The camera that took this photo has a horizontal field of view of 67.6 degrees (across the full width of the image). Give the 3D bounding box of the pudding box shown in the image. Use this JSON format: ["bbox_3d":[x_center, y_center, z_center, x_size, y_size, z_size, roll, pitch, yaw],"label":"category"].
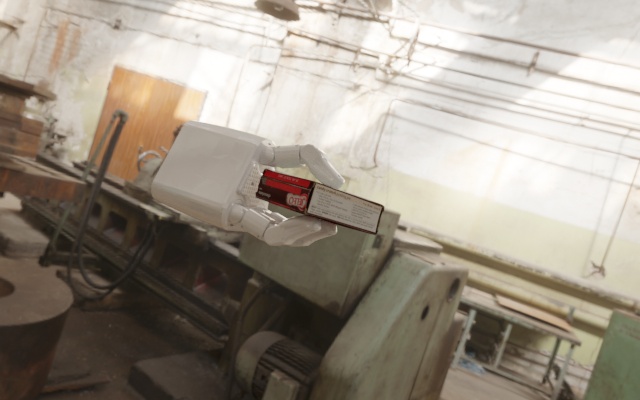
[{"bbox_3d":[0.000,0.002,0.521,0.113,0.039,0.090,16,2,-42],"label":"pudding box"}]
